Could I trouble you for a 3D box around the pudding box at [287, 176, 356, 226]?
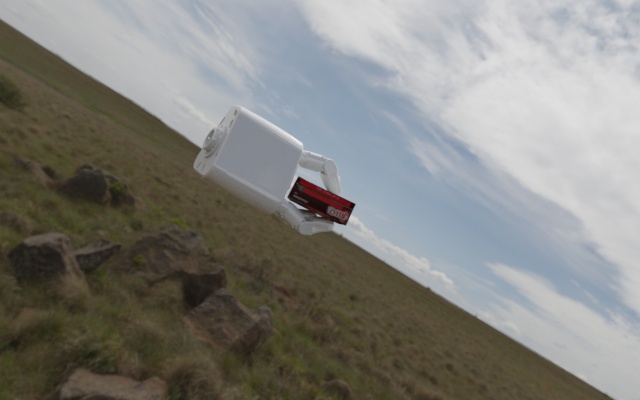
[{"bbox_3d":[0.000,0.002,0.701,0.090,0.039,0.113,27,-1,-1],"label":"pudding box"}]
